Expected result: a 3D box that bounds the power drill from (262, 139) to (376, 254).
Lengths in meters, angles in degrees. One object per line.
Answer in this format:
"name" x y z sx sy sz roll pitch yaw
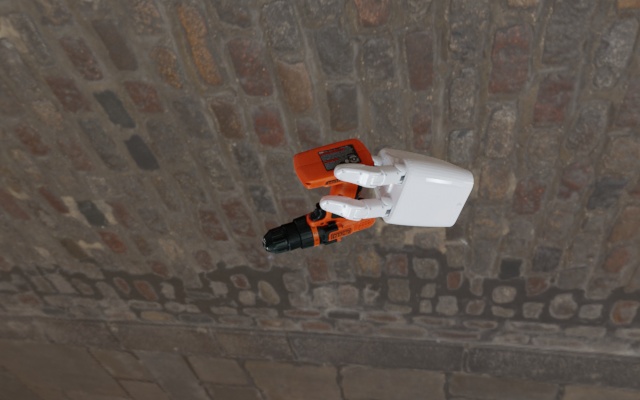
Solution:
"power drill" 0.000 0.002 0.694 0.184 0.057 0.188 -18 -32 -14
